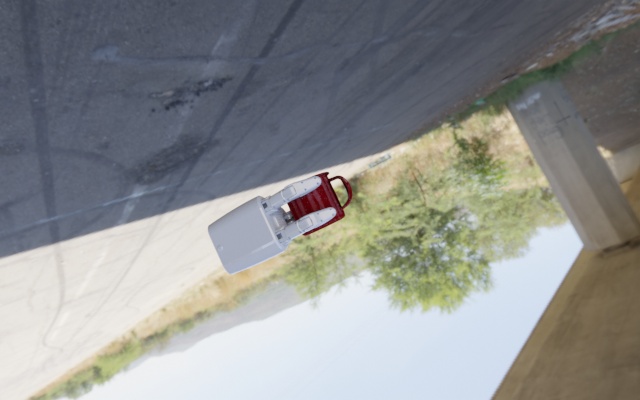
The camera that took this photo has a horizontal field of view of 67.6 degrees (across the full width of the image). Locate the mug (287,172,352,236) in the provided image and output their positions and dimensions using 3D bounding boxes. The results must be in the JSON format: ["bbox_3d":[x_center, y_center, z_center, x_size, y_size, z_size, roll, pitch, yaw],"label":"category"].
[{"bbox_3d":[0.001,0.002,0.801,0.117,0.081,0.093,-27,-5,16],"label":"mug"}]
